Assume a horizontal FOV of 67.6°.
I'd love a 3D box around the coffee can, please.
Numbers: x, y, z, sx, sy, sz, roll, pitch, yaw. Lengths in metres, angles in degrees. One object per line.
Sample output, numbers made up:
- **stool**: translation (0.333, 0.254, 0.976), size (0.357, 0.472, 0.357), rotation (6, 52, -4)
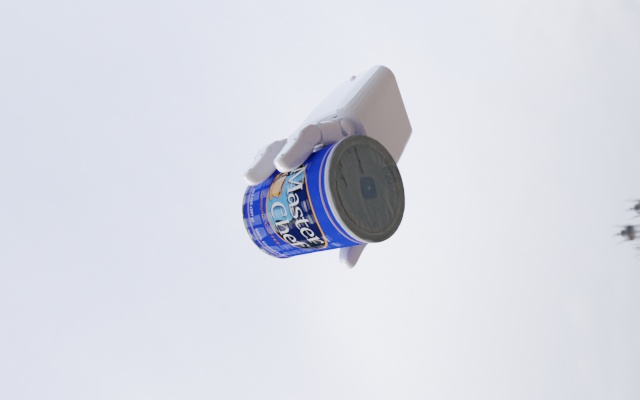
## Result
- **coffee can**: translation (0.000, 0.002, 0.490), size (0.103, 0.103, 0.140), rotation (0, -11, -42)
